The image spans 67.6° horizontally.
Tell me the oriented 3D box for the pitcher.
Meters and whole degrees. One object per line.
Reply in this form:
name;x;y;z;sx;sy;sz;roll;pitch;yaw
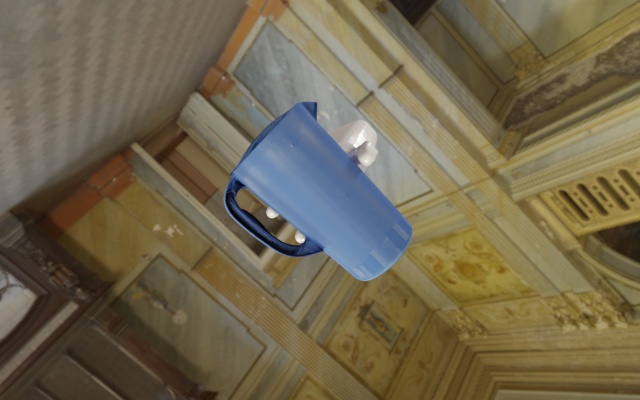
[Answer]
pitcher;0.000;0.002;0.647;0.149;0.243;0.145;-40;12;33
